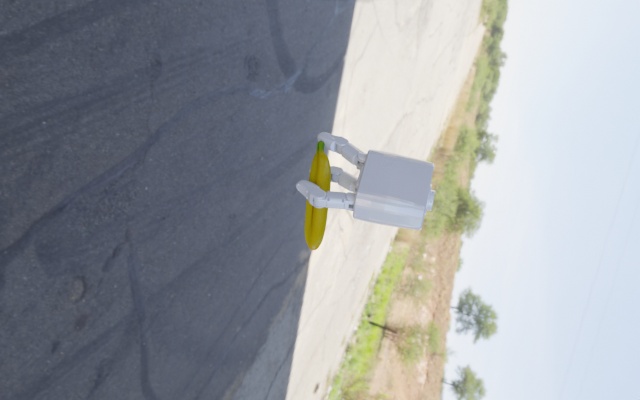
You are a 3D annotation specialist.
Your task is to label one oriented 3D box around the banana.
[{"bbox_3d":[-0.003,0.005,0.799,0.037,0.198,0.069,9,20,8],"label":"banana"}]
